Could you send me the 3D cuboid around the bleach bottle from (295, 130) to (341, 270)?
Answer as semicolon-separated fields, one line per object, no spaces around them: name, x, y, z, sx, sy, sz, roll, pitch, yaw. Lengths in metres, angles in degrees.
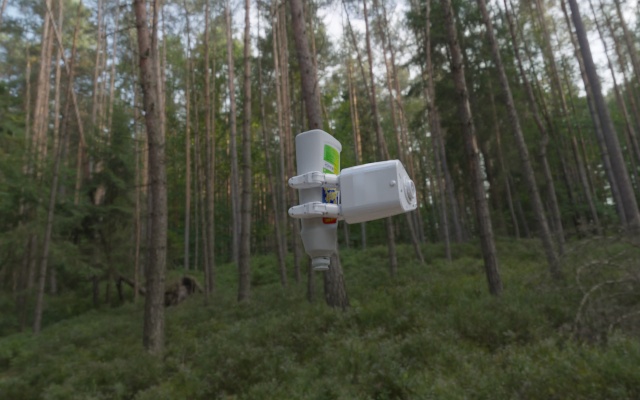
bleach bottle;0.000;0.003;0.879;0.068;0.250;0.102;-11;-19;26
